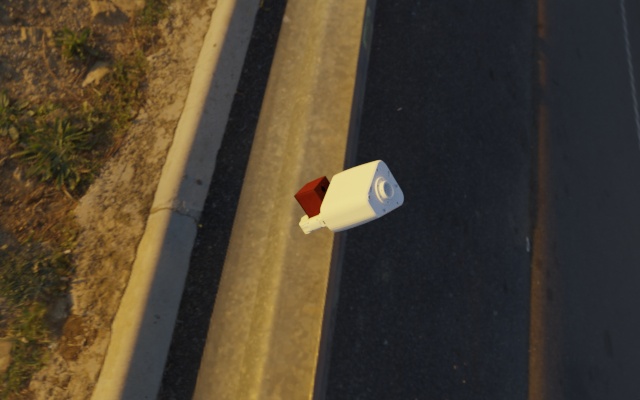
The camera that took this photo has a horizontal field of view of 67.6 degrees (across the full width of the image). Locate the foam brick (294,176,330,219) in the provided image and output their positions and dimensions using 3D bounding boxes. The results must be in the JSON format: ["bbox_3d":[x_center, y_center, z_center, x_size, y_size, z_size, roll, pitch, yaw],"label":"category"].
[{"bbox_3d":[0.000,0.003,0.894,0.051,0.078,0.053,-21,20,39],"label":"foam brick"}]
